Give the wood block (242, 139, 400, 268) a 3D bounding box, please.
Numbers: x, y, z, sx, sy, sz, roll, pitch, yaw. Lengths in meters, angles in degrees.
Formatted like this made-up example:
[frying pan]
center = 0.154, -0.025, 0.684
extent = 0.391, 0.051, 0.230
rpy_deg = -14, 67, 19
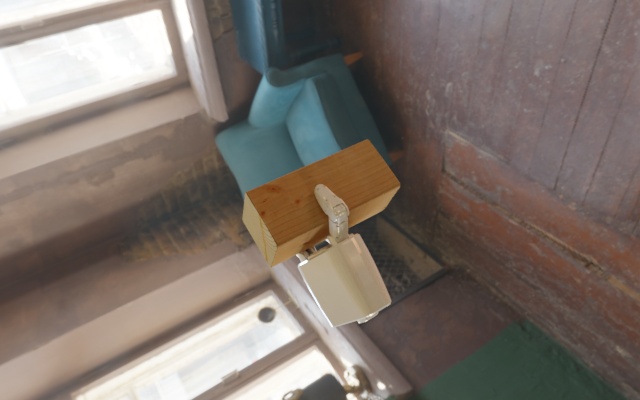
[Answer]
[wood block]
center = 0.000, 0.003, 0.698
extent = 0.206, 0.090, 0.091
rpy_deg = -25, -19, -23
